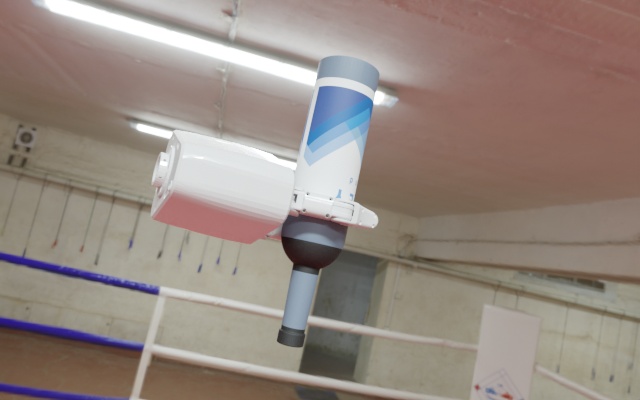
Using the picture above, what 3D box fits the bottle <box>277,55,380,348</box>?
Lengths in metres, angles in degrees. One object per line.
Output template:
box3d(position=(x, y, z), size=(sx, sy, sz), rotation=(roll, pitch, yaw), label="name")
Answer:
box3d(position=(0.000, 0.001, 0.497), size=(0.069, 0.295, 0.069), rotation=(12, -7, 1), label="bottle")
